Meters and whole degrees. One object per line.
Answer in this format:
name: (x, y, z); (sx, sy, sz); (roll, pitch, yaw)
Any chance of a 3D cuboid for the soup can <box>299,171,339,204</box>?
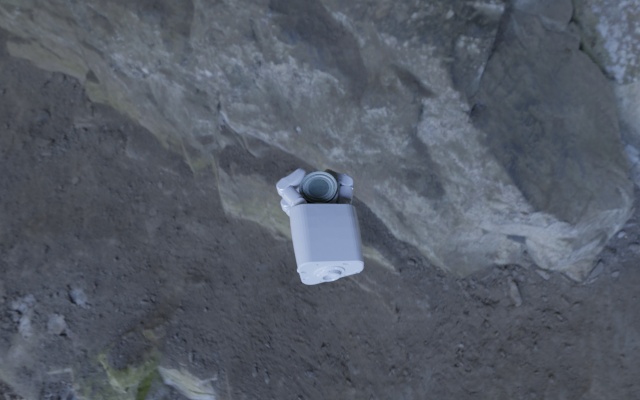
soup can: (0.000, 0.002, 0.847); (0.068, 0.068, 0.102); (0, -30, 5)
